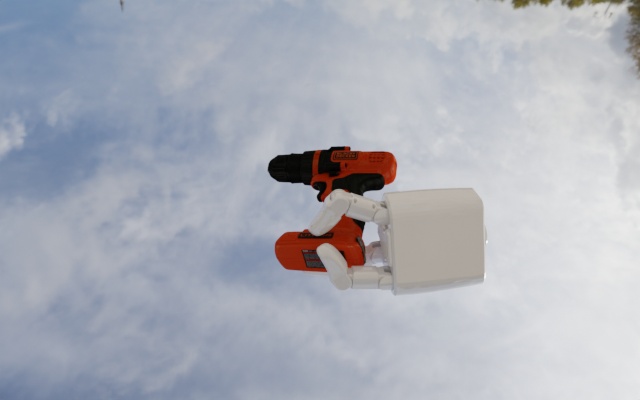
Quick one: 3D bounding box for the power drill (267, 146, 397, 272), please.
[{"bbox_3d":[0.000,0.002,0.619,0.184,0.187,0.057,-1,-43,17],"label":"power drill"}]
